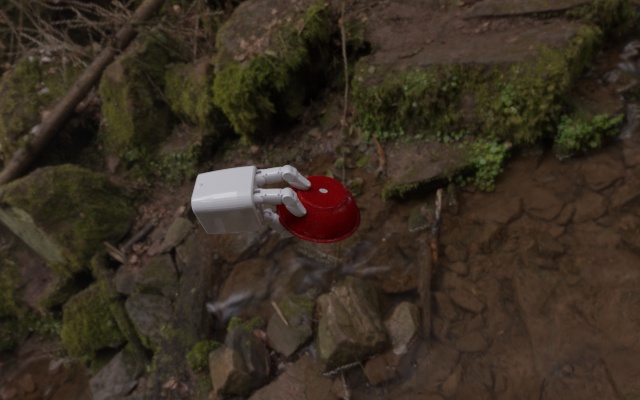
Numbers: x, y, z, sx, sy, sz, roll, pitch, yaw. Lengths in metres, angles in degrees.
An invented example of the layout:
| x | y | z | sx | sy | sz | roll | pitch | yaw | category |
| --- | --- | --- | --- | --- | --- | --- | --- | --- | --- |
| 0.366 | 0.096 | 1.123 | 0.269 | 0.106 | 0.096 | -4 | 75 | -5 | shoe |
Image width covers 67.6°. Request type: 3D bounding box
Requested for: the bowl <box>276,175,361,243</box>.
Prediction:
| x | y | z | sx | sy | sz | roll | pitch | yaw | category |
| --- | --- | --- | --- | --- | --- | --- | --- | --- | --- |
| 0.001 | 0.002 | 0.886 | 0.162 | 0.055 | 0.162 | 6 | 41 | -5 | bowl |
